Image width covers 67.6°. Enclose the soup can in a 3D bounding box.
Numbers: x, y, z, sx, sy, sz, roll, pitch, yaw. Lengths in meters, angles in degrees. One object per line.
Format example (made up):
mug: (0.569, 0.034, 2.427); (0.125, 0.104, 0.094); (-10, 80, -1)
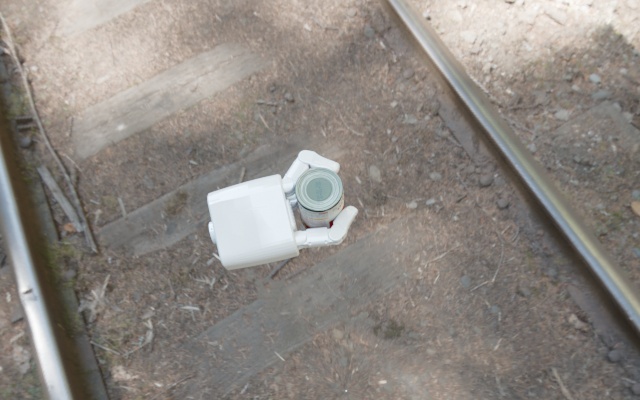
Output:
soup can: (0.001, 0.002, 0.687); (0.068, 0.068, 0.102); (0, -22, 3)
